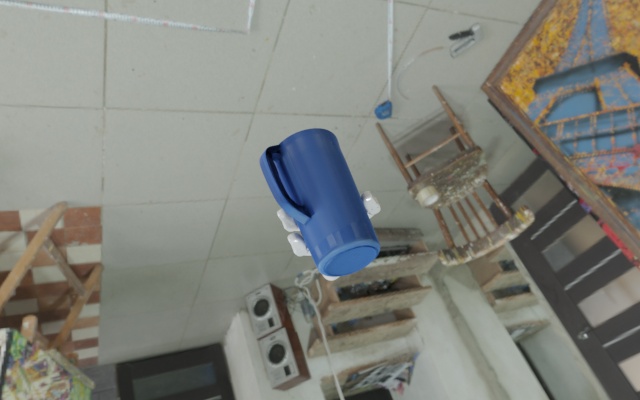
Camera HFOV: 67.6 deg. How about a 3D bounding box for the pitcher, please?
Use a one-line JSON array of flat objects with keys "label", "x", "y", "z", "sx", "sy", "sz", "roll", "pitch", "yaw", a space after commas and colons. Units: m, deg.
[{"label": "pitcher", "x": 0.000, "y": 0.003, "z": 0.815, "sx": 0.149, "sy": 0.242, "sz": 0.145, "roll": -20, "pitch": -32, "yaw": -4}]
